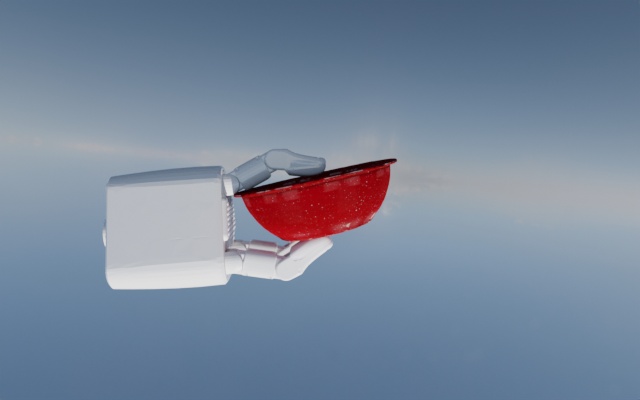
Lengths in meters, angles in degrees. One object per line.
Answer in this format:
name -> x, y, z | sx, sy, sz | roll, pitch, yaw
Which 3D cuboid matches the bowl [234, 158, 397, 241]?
bowl -> 0.001, 0.002, 0.467 | 0.162, 0.055, 0.162 | -13, 5, 1
